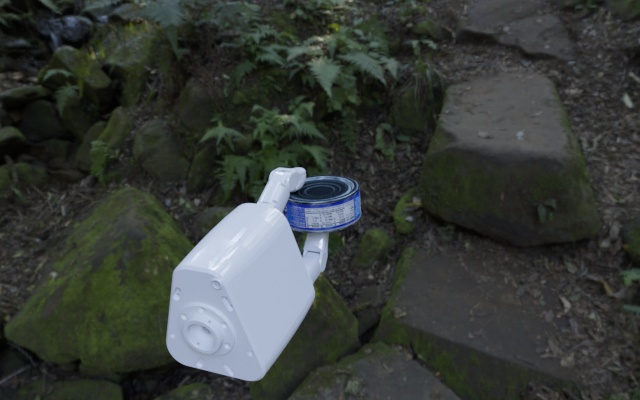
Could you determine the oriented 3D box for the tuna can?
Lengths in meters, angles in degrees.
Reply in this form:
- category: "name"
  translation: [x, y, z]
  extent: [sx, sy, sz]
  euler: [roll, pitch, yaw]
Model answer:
- category: "tuna can"
  translation: [0.000, 0.001, 0.509]
  extent: [0.086, 0.034, 0.086]
  euler: [-4, 22, 2]
